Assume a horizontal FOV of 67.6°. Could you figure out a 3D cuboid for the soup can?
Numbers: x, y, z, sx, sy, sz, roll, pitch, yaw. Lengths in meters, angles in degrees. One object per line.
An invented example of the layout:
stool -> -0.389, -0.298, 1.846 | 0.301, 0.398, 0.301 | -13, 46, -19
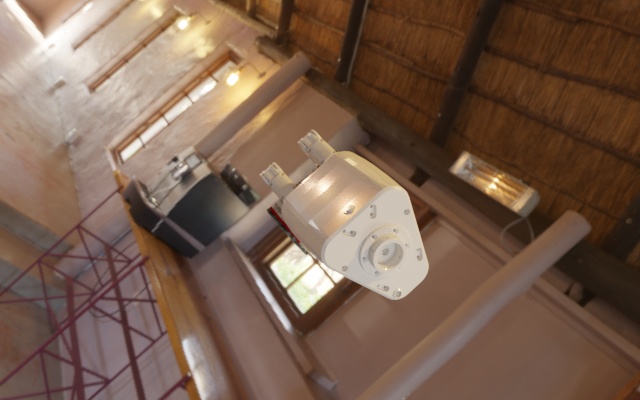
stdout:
soup can -> 0.000, 0.001, 0.531 | 0.102, 0.068, 0.068 | -42, 2, -3
